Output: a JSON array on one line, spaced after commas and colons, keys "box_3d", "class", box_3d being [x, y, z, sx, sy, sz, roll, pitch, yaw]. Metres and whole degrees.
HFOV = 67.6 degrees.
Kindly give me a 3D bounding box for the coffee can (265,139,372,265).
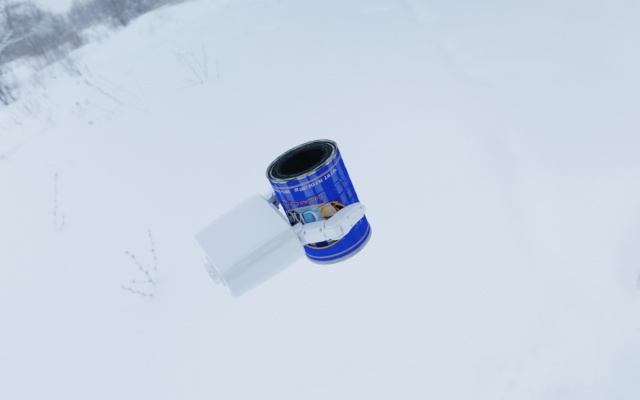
[{"box_3d": [0.000, 0.002, 0.653, 0.103, 0.140, 0.102, -19, 28, 11], "class": "coffee can"}]
